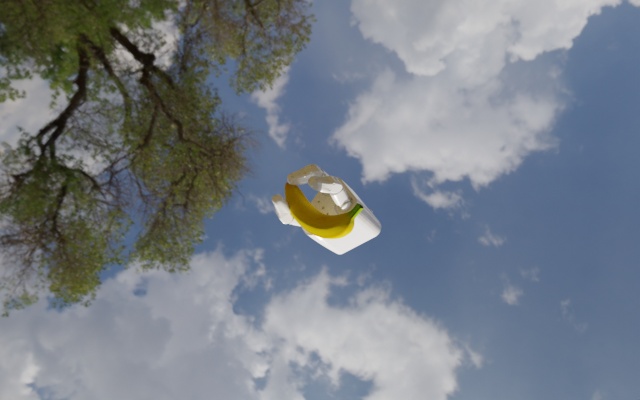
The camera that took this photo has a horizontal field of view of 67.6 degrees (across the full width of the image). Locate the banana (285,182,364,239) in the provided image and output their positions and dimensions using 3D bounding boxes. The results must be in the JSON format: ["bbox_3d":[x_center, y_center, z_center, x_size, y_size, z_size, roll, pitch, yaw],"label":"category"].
[{"bbox_3d":[-0.006,0.020,0.770,0.037,0.069,0.197,29,-6,-41],"label":"banana"}]
